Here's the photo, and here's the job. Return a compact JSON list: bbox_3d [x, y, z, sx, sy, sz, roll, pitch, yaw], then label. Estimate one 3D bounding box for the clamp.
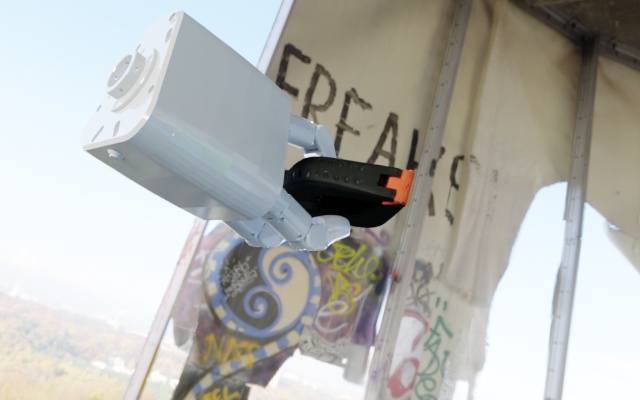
[{"bbox_3d":[0.001,0.001,0.430,0.210,0.036,0.165,-1,-27,43],"label":"clamp"}]
